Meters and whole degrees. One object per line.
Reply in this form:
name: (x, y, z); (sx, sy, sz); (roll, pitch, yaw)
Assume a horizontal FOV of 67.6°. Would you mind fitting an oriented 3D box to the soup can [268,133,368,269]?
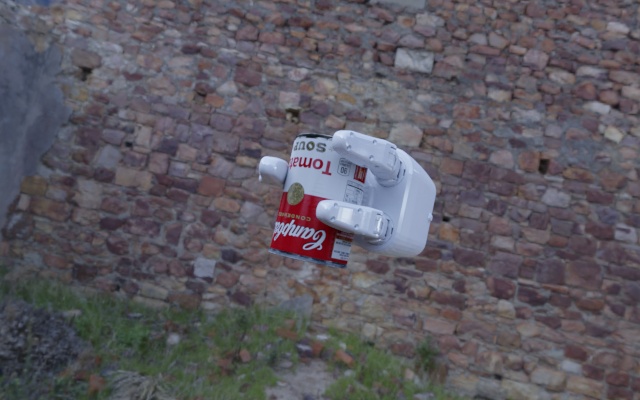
soup can: (0.000, 0.001, 0.407); (0.068, 0.102, 0.068); (13, -5, 1)
